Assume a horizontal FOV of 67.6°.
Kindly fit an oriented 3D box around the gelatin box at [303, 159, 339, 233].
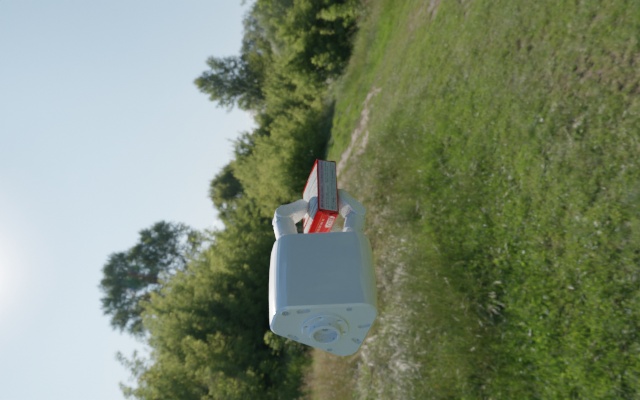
[{"bbox_3d":[0.000,0.002,0.631,0.030,0.089,0.073,8,-39,-13],"label":"gelatin box"}]
